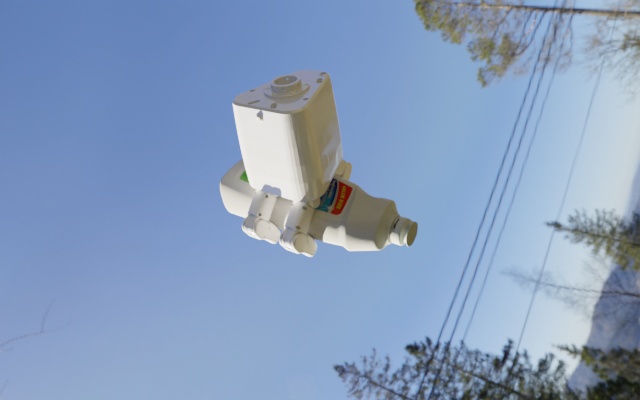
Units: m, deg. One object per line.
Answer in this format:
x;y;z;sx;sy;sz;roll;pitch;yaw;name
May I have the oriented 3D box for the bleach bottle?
0.000;0.002;0.581;0.251;0.068;0.102;16;43;31;bleach bottle
